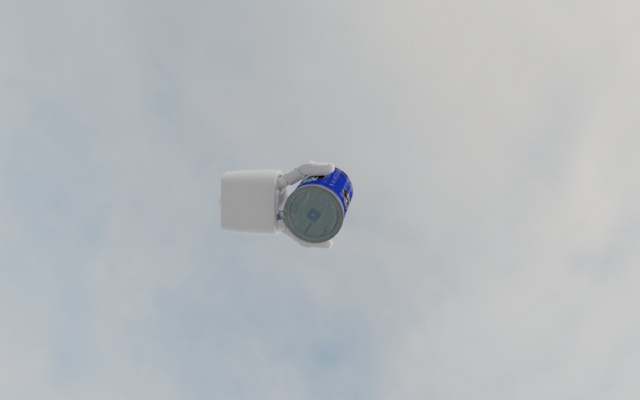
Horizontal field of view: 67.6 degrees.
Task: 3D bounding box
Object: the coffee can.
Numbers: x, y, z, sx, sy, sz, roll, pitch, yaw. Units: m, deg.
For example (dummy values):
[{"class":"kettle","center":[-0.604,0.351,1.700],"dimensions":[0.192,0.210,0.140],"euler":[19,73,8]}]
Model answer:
[{"class":"coffee can","center":[0.000,0.003,0.857],"dimensions":[0.103,0.103,0.140],"euler":[0,18,11]}]
